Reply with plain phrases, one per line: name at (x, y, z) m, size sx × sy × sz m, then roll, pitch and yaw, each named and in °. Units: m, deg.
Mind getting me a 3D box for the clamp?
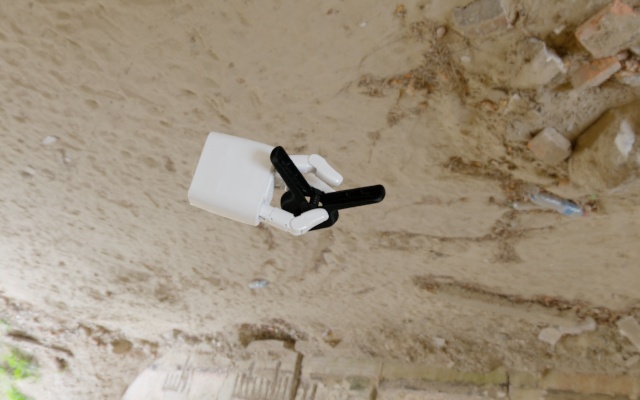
clamp at (0.000, 0.003, 0.718) m, size 0.164 × 0.036 × 0.210 m, roll 18°, pitch -27°, yaw 1°
